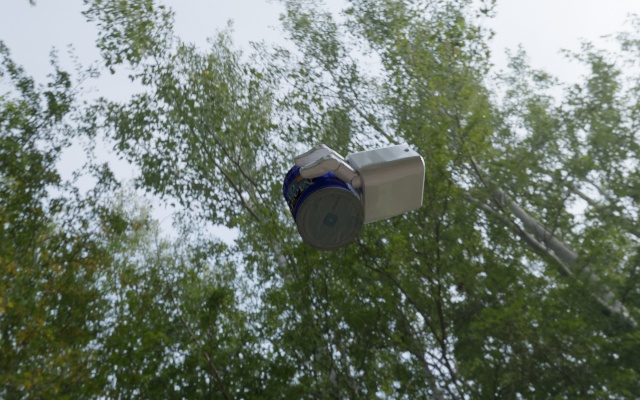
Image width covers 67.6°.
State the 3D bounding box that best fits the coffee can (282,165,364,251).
[{"bbox_3d":[0.000,0.003,0.764,0.103,0.103,0.140,0,23,-14],"label":"coffee can"}]
